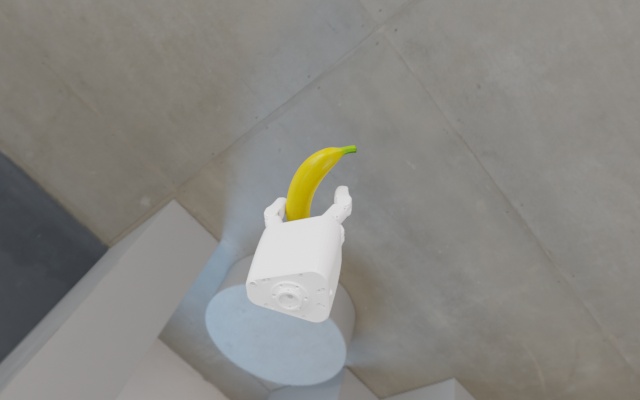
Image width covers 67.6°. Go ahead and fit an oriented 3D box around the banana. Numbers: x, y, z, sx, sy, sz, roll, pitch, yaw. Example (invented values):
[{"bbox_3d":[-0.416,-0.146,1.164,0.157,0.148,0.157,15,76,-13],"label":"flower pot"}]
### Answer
[{"bbox_3d":[-0.016,-0.007,0.718,0.069,0.198,0.037,21,34,-10],"label":"banana"}]
